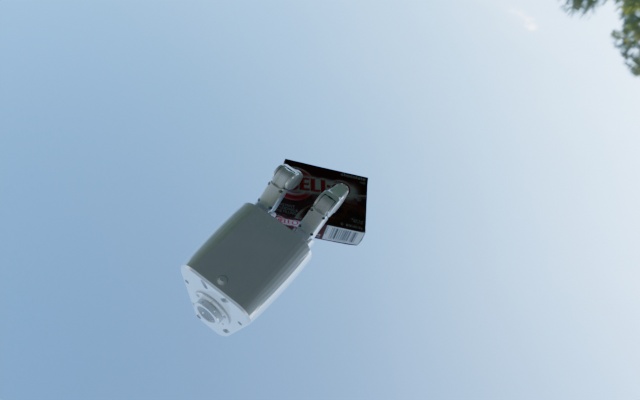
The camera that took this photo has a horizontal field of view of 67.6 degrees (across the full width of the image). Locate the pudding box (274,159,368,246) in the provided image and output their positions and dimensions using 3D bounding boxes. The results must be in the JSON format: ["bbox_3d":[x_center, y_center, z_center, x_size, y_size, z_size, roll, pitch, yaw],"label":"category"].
[{"bbox_3d":[0.000,0.002,0.591,0.113,0.090,0.039,14,-39,-8],"label":"pudding box"}]
